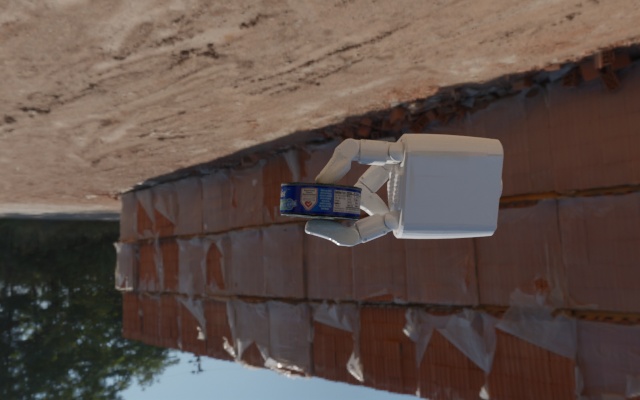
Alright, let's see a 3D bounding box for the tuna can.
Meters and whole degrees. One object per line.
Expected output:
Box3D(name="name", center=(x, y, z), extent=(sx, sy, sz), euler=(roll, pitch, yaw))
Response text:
Box3D(name="tuna can", center=(0.000, 0.002, 0.503), extent=(0.086, 0.034, 0.086), euler=(4, -3, 0))
